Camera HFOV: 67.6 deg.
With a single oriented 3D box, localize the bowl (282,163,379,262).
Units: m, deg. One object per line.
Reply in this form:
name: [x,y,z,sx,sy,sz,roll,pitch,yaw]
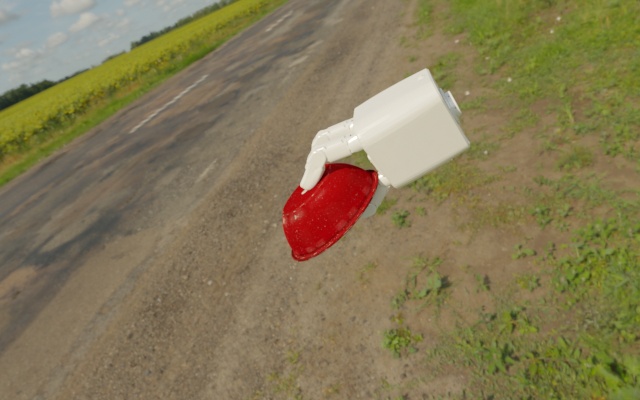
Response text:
bowl: [-0.001,0.003,0.636,0.055,0.162,0.162,43,-14,-16]
